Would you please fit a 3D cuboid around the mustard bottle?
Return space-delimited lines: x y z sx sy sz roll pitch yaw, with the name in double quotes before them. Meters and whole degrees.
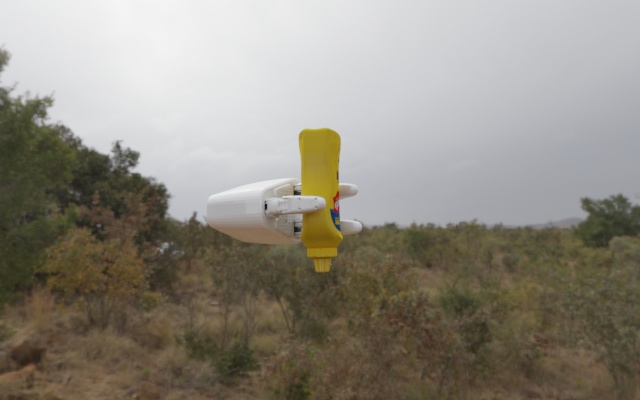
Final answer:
"mustard bottle" 0.000 0.002 0.658 0.058 0.191 0.096 -1 -5 6
